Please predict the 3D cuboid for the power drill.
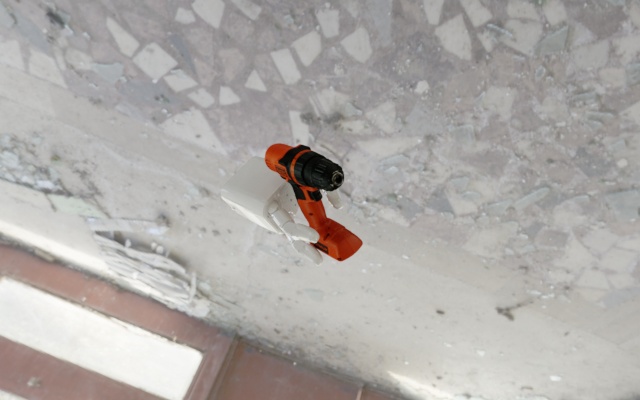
[{"bbox_3d":[0.000,0.003,0.731,0.057,0.188,0.184,-35,31,-18],"label":"power drill"}]
